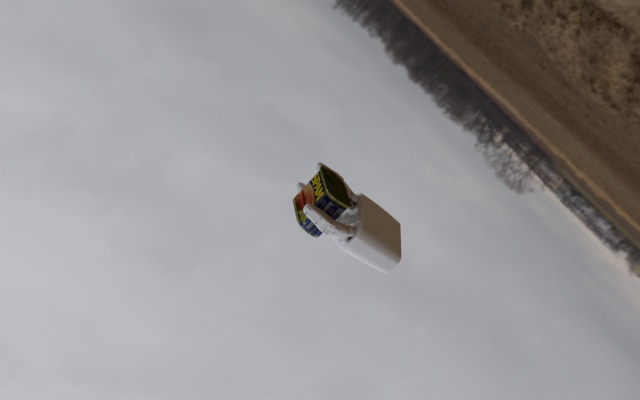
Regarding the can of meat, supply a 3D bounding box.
[{"bbox_3d":[0.000,0.003,0.834,0.057,0.084,0.102,32,24,-28],"label":"can of meat"}]
